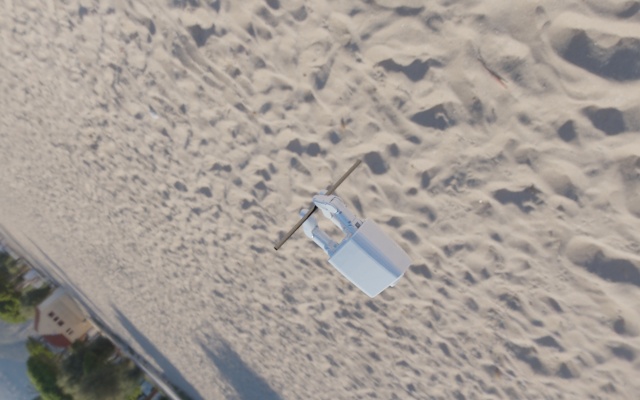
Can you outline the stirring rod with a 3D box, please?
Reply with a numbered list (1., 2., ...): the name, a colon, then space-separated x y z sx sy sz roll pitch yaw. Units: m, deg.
1. stirring rod: 0.000 0.003 0.838 0.239 0.011 0.011 -46 26 -28
